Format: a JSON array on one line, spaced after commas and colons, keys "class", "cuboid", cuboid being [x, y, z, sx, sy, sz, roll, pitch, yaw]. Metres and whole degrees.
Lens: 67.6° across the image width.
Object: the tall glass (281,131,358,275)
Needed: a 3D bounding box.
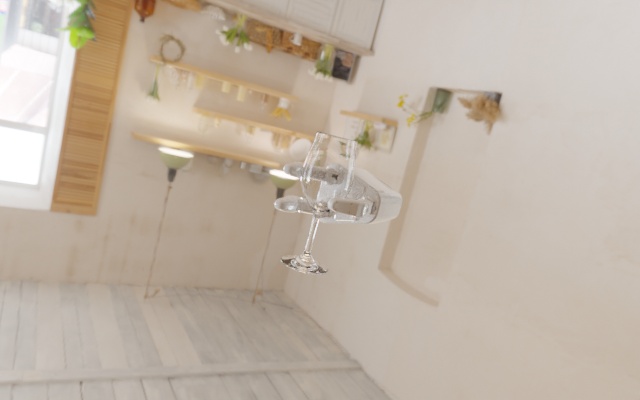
[{"class": "tall glass", "cuboid": [0.000, 0.003, 0.707, 0.079, 0.201, 0.079, 14, 9, -2]}]
